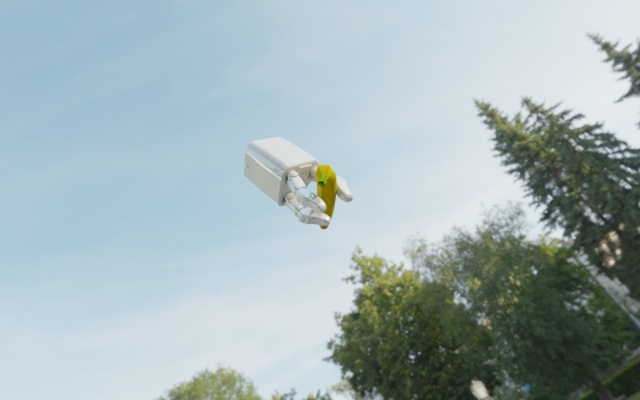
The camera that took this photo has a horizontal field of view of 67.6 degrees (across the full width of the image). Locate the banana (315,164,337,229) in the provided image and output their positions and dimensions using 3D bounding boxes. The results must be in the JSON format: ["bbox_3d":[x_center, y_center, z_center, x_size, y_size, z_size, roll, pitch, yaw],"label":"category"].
[{"bbox_3d":[0.007,-0.014,0.894,0.037,0.069,0.198,18,-25,12],"label":"banana"}]
